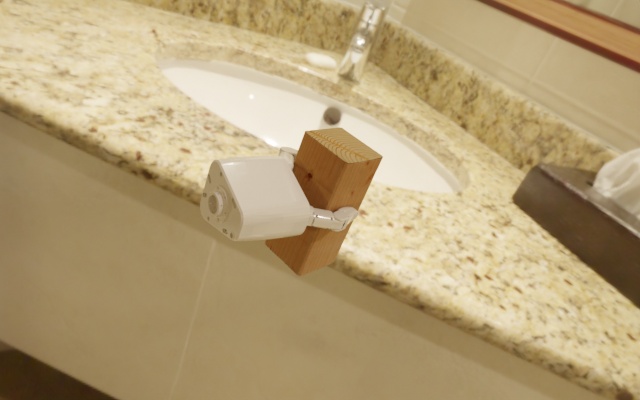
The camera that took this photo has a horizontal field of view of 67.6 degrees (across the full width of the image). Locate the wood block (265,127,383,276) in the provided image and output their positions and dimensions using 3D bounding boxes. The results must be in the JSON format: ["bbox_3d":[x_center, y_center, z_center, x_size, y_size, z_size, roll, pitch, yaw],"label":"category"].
[{"bbox_3d":[0.000,0.003,0.735,0.090,0.206,0.090,40,33,28],"label":"wood block"}]
